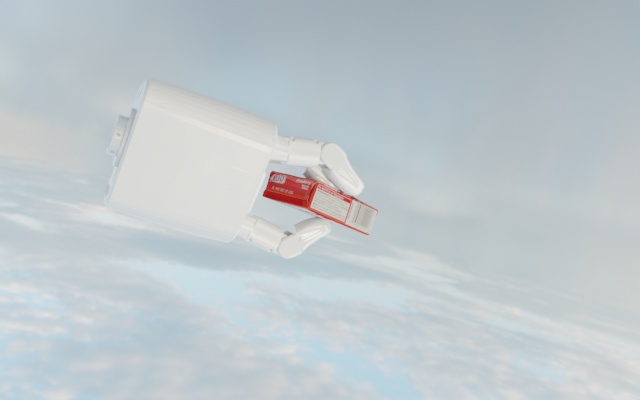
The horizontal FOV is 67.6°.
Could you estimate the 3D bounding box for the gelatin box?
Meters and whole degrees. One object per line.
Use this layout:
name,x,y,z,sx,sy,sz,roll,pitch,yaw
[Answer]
gelatin box,0.000,0.002,0.466,0.089,0.030,0.073,25,-6,-39
